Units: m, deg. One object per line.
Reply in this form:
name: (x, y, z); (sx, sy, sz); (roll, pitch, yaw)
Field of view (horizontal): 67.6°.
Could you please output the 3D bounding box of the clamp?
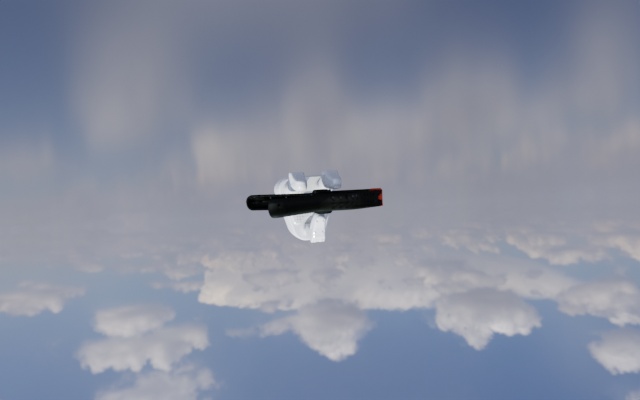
clamp: (0.001, 0.003, 0.712); (0.210, 0.036, 0.164); (-3, 5, -12)
